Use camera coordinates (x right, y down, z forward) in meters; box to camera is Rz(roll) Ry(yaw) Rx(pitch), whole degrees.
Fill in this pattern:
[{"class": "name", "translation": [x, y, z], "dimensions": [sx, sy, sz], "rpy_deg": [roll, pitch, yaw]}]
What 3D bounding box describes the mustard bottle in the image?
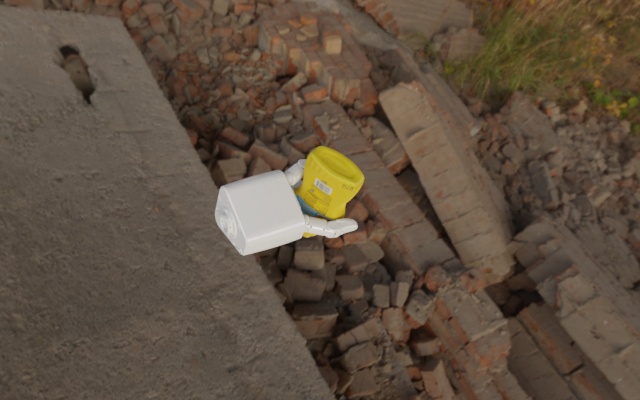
[{"class": "mustard bottle", "translation": [0.000, 0.002, 0.818], "dimensions": [0.096, 0.192, 0.058], "rpy_deg": [35, 47, 10]}]
